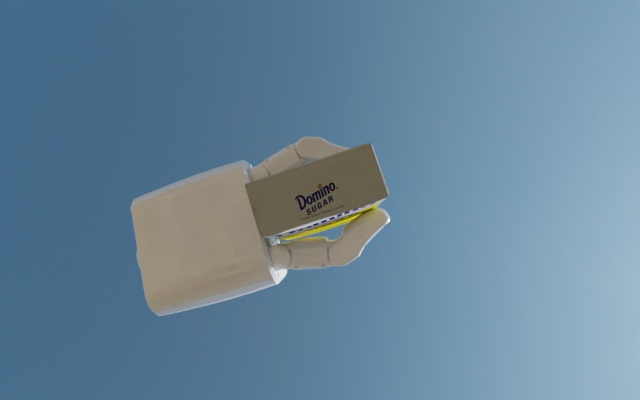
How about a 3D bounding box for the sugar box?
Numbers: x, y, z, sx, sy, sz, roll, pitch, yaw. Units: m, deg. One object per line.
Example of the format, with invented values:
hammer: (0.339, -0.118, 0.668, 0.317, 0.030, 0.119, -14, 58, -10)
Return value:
sugar box: (0.000, 0.002, 0.404, 0.093, 0.048, 0.176, -18, -3, 1)
